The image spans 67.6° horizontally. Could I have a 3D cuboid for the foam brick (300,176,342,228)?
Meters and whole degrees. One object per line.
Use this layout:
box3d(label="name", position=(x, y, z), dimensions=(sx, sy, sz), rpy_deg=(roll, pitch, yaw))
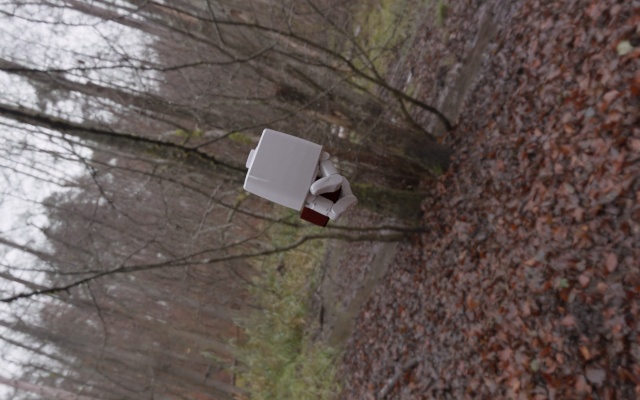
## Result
box3d(label="foam brick", position=(0.000, 0.003, 0.869), dimensions=(0.051, 0.053, 0.078), rpy_deg=(19, -35, -5))
